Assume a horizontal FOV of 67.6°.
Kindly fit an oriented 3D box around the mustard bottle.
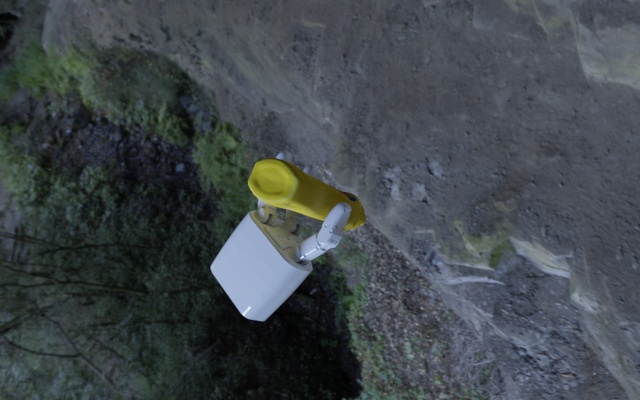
[{"bbox_3d":[0.000,0.002,0.653,0.096,0.058,0.192,20,-3,46],"label":"mustard bottle"}]
